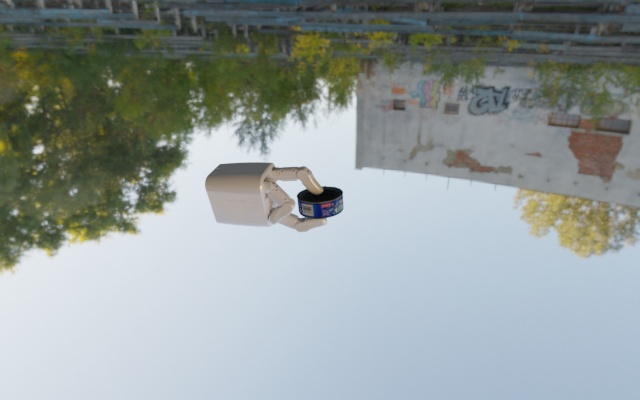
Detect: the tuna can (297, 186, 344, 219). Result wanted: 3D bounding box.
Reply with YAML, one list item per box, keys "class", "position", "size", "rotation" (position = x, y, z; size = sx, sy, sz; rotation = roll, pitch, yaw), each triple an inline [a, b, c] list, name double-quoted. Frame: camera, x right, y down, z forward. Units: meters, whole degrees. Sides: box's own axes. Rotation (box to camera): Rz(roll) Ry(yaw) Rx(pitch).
- class: "tuna can"
  position: [0.000, 0.003, 0.881]
  size: [0.086, 0.034, 0.086]
  rotation: [-5, 21, 2]
